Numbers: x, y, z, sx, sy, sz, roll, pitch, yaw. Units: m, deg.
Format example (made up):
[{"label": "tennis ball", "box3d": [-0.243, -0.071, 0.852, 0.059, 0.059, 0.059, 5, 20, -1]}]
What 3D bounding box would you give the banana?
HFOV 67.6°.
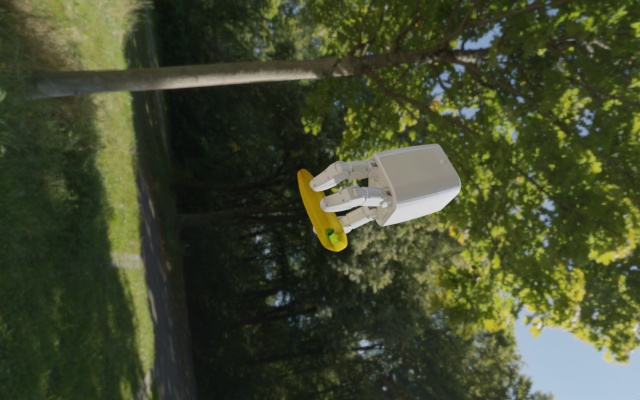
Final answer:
[{"label": "banana", "box3d": [0.004, 0.020, 0.700, 0.037, 0.070, 0.197, -16, 30, -8]}]
